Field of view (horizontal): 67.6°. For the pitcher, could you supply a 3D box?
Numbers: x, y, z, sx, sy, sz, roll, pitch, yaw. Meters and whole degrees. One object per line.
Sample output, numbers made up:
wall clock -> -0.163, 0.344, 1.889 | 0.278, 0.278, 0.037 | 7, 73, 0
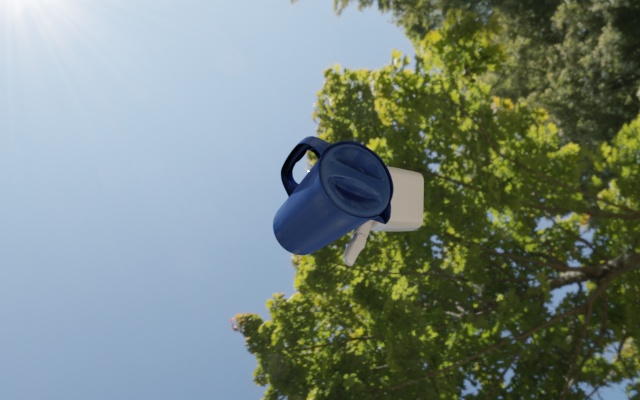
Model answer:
pitcher -> 0.000, 0.003, 0.826 | 0.145, 0.149, 0.243 | 5, -25, -27
